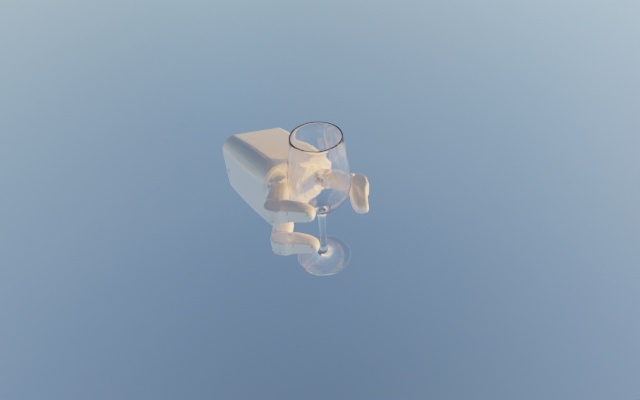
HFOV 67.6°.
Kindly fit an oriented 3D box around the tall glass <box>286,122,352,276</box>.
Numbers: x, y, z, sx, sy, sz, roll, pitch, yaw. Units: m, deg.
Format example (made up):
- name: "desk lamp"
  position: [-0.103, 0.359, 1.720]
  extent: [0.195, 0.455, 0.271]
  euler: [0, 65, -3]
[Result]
- name: "tall glass"
  position: [0.000, 0.003, 0.601]
  extent: [0.079, 0.201, 0.079]
  euler: [-2, 42, 2]
